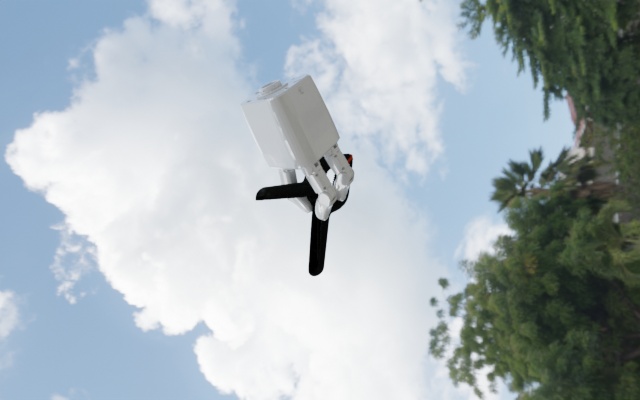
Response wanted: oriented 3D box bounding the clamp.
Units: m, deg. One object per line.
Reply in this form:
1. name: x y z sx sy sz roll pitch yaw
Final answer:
1. clamp: 0.000 0.002 0.750 0.036 0.165 0.210 -7 29 41
